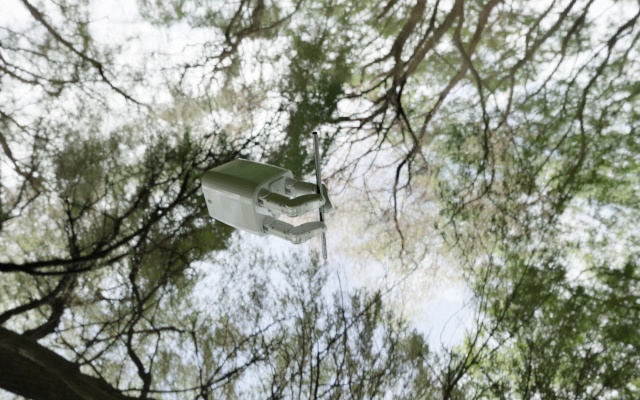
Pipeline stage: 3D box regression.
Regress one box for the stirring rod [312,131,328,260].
[{"bbox_3d":[0.000,0.002,0.719,0.011,0.240,0.011,-3,39,2],"label":"stirring rod"}]
